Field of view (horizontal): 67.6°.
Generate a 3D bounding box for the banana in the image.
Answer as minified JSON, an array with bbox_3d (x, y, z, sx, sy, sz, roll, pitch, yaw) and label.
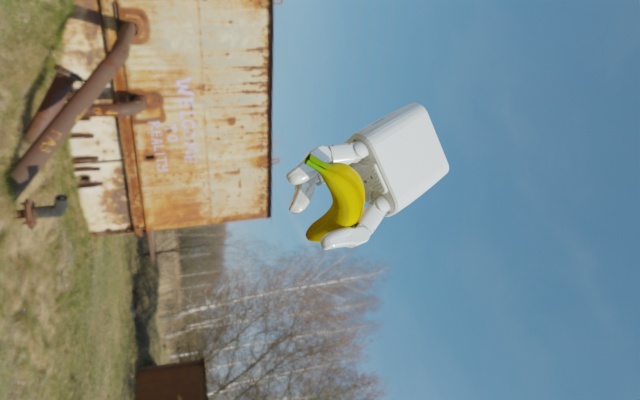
[{"bbox_3d":[0.017,0.007,0.575,0.069,0.037,0.198,22,-29,11],"label":"banana"}]
